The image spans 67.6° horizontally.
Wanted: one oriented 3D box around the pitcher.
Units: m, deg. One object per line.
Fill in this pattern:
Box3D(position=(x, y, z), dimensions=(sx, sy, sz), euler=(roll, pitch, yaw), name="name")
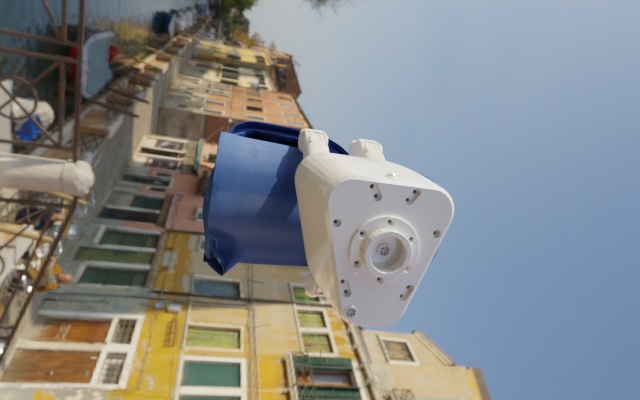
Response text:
Box3D(position=(0.000, 0.002, 0.513), dimensions=(0.243, 0.149, 0.145), euler=(7, 8, -13), name="pitcher")
